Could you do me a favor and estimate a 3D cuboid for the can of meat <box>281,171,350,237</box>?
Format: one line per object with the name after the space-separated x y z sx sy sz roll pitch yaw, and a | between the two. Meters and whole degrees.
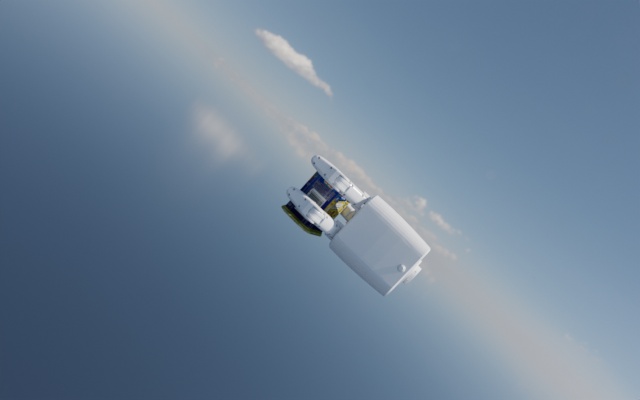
0.000 0.002 0.705 0.057 0.084 0.102 44 4 16 | can of meat
